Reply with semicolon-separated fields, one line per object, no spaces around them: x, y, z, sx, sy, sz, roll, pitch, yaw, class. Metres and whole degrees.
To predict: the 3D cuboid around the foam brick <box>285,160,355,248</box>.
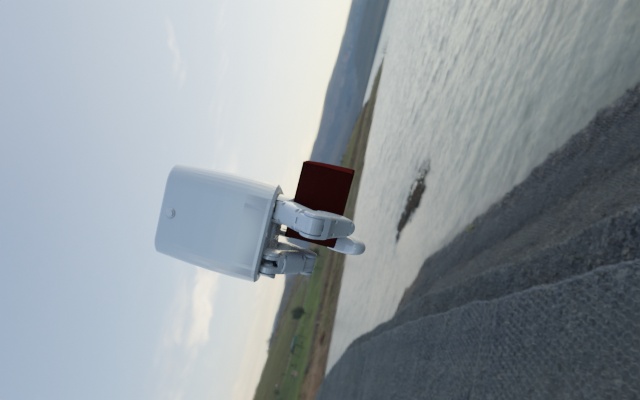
0.000;0.001;0.483;0.051;0.078;0.053;15;7;4;foam brick
